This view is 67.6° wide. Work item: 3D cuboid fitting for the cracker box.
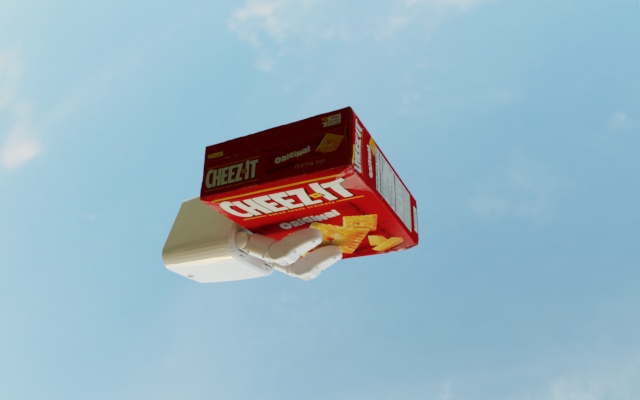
[{"bbox_3d":[0.000,0.002,0.526,0.164,0.072,0.214,-12,-29,23],"label":"cracker box"}]
